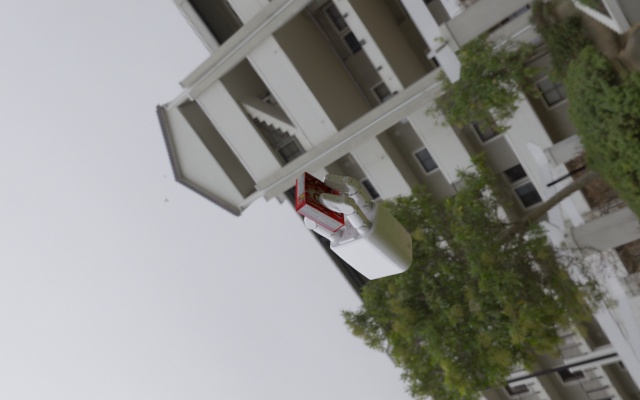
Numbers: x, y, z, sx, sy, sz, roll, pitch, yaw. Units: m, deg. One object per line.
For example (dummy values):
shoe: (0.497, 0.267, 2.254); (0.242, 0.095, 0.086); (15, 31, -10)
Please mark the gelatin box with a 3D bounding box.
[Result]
gelatin box: (0.000, 0.003, 0.802); (0.089, 0.073, 0.030); (30, -51, -30)
